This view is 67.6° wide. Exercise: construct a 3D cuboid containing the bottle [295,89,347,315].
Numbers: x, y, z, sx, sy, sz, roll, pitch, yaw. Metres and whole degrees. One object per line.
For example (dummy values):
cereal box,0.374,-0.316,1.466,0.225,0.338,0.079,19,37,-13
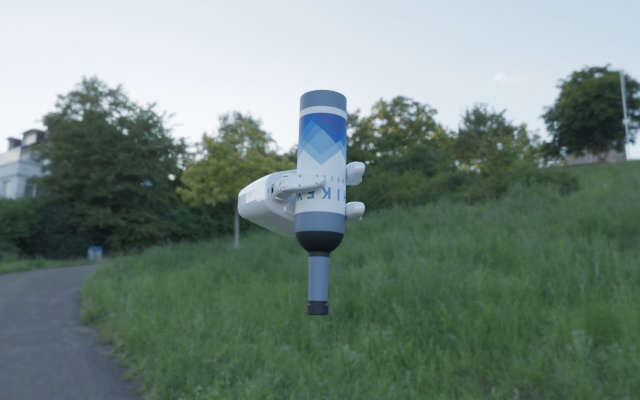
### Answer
bottle,0.000,0.002,0.639,0.069,0.295,0.069,2,-12,0
